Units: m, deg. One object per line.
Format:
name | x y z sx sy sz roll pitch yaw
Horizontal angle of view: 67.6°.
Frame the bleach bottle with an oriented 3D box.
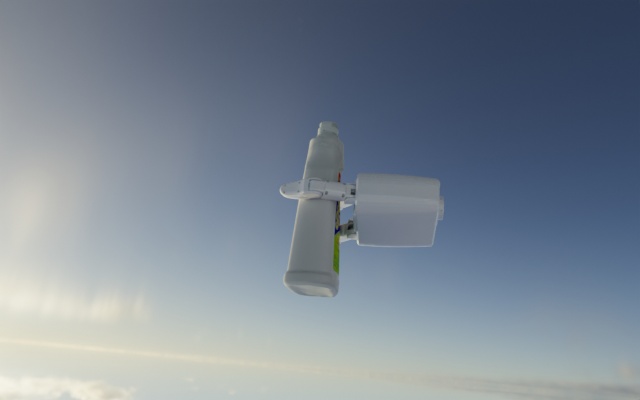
bleach bottle | 0.000 0.002 0.667 0.068 0.250 0.103 2 -20 9
